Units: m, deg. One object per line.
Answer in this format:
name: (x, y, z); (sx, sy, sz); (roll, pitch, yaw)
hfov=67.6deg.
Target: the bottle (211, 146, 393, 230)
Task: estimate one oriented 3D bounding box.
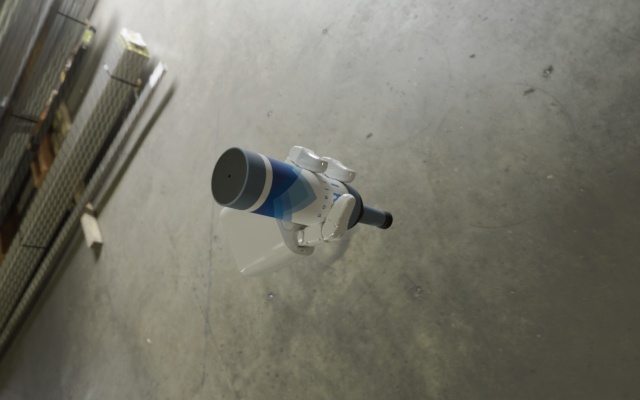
bottle: (0.000, 0.002, 0.618); (0.069, 0.069, 0.296); (0, -11, 43)
